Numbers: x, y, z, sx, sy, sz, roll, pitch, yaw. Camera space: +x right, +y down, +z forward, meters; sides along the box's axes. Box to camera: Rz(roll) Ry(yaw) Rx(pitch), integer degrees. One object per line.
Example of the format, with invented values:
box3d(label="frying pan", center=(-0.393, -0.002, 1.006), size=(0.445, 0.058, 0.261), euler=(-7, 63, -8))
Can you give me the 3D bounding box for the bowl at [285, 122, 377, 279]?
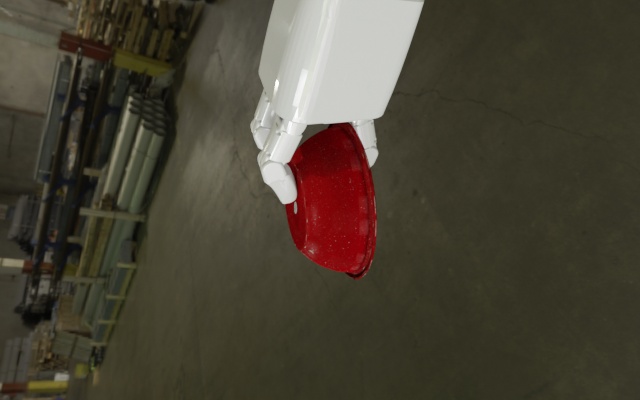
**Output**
box3d(label="bowl", center=(0.000, 0.003, 0.476), size=(0.055, 0.162, 0.162), euler=(-7, 2, -16))
